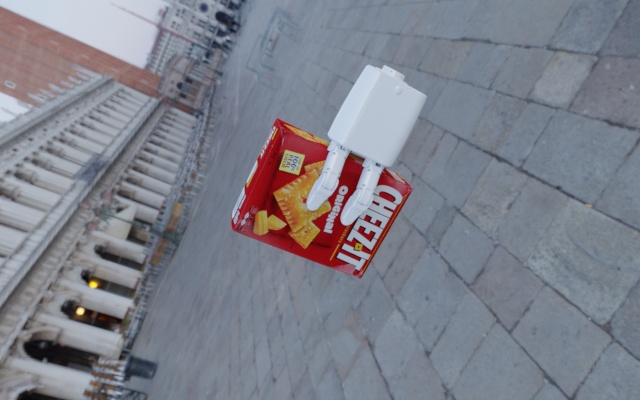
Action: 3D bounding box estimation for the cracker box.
[{"bbox_3d":[0.000,0.002,0.693,0.214,0.164,0.072,23,16,-18],"label":"cracker box"}]
